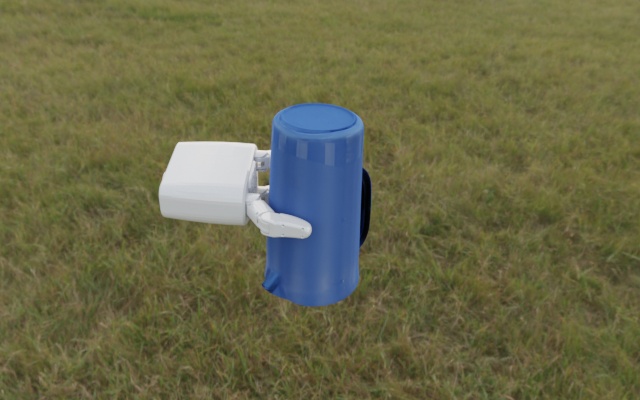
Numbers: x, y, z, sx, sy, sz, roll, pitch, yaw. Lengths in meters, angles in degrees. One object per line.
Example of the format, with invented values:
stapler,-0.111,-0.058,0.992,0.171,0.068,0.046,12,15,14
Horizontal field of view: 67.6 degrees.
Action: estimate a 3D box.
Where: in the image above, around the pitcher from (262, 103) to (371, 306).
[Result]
pitcher,0.000,0.002,0.623,0.145,0.243,0.149,4,31,2
